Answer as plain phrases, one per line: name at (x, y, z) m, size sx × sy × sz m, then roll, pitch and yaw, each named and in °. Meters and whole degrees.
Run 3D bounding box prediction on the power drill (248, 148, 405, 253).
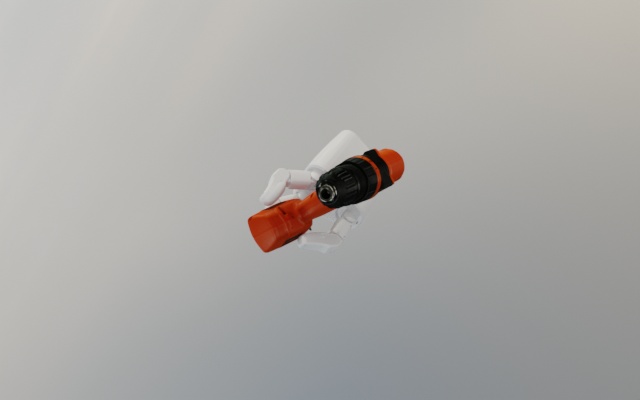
power drill at (0.000, 0.002, 0.586) m, size 0.188 × 0.057 × 0.184 m, roll -28°, pitch -3°, yaw 32°
